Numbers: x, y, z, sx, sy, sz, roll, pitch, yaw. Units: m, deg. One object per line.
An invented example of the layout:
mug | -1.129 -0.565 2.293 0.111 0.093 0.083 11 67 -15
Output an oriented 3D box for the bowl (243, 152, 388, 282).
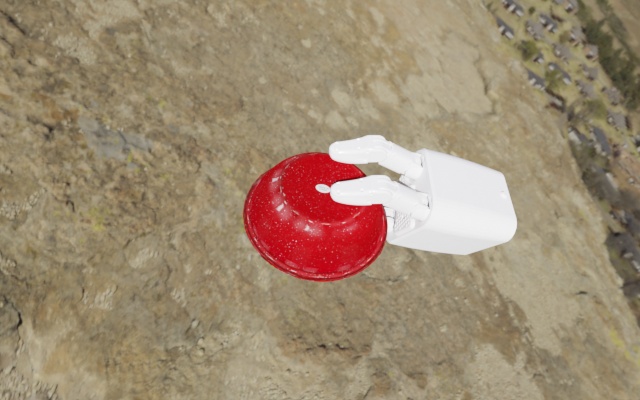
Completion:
bowl | -0.001 0.002 0.506 0.162 0.162 0.055 0 -36 -11
